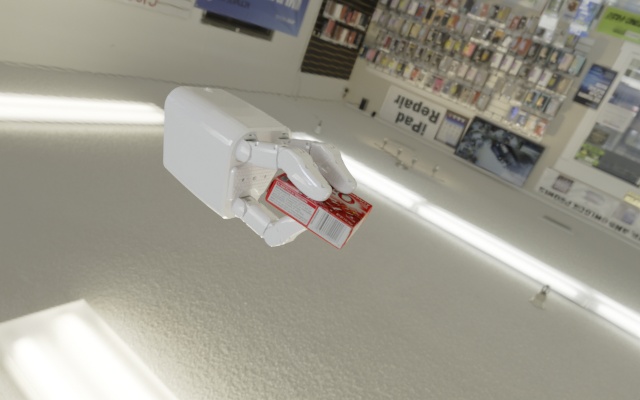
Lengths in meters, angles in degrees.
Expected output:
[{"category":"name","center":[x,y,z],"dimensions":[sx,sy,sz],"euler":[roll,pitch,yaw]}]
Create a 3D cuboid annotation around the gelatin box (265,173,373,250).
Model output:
[{"category":"gelatin box","center":[0.000,0.002,0.469],"dimensions":[0.089,0.030,0.073],"euler":[33,24,9]}]
